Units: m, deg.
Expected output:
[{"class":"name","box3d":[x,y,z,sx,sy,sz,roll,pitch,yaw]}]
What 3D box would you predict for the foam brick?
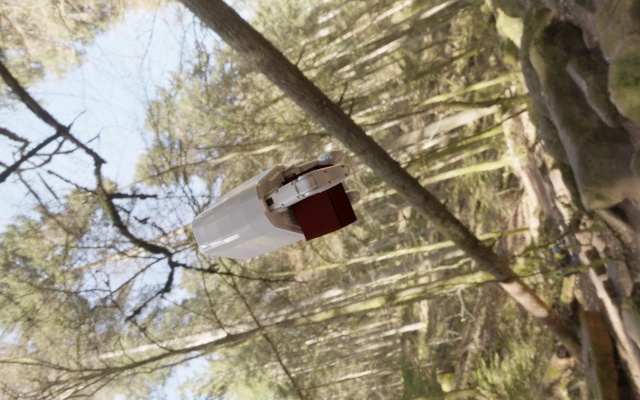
[{"class":"foam brick","box3d":[0.000,0.002,0.566,0.051,0.078,0.053,-25,-5,22]}]
